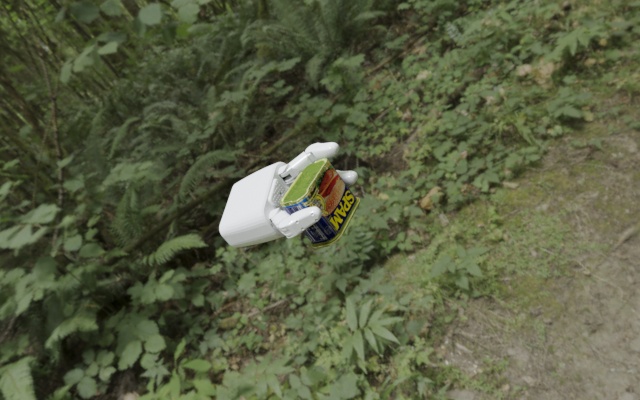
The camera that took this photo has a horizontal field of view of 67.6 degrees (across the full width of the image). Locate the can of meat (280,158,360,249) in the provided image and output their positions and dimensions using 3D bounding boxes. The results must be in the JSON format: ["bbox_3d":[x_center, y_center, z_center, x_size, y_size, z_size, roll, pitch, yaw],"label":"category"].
[{"bbox_3d":[0.000,0.002,0.676,0.057,0.084,0.102,-16,31,42],"label":"can of meat"}]
